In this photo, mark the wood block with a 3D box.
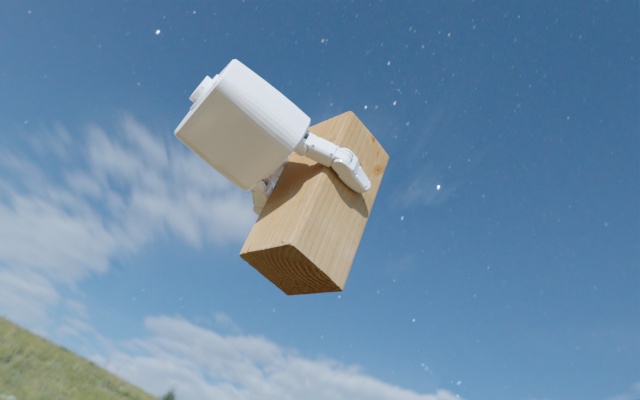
[{"bbox_3d":[0.000,0.001,0.578,0.091,0.206,0.090,-15,-50,42],"label":"wood block"}]
